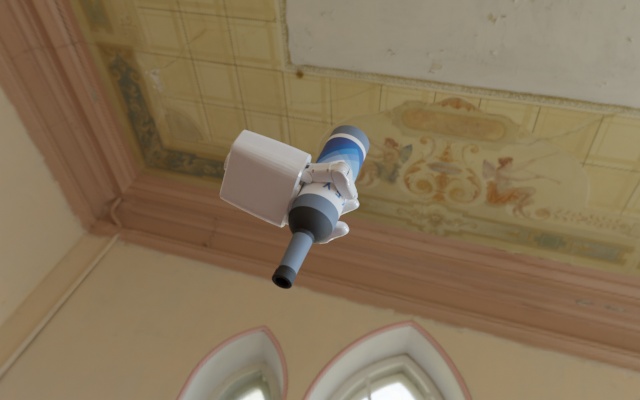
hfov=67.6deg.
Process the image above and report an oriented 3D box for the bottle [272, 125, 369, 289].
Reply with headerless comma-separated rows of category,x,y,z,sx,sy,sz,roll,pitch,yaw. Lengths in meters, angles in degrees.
bottle,0.000,0.002,0.685,0.069,0.069,0.295,0,42,26
